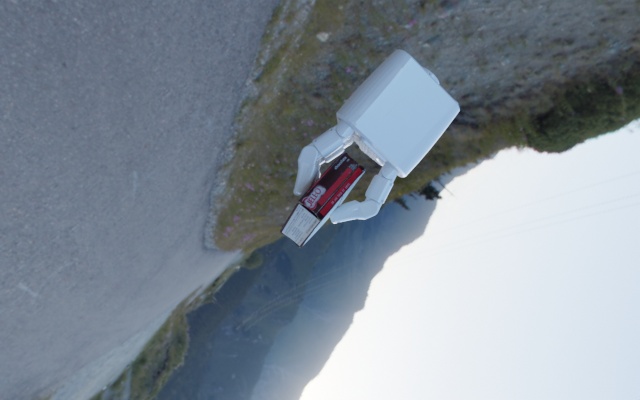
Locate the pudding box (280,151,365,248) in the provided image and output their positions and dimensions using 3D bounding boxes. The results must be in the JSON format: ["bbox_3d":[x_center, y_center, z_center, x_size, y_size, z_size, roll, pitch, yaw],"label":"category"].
[{"bbox_3d":[0.000,0.002,0.581,0.039,0.090,0.113,40,-27,5],"label":"pudding box"}]
